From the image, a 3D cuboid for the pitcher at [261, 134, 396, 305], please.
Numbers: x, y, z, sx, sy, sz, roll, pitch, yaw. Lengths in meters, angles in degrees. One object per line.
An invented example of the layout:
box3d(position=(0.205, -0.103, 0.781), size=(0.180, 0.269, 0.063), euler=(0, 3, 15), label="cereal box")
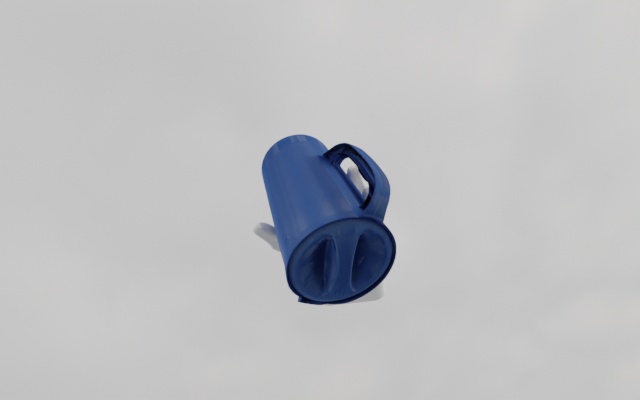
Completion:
box3d(position=(0.000, 0.002, 0.632), size=(0.149, 0.145, 0.242), euler=(-21, 39, -4), label="pitcher")
